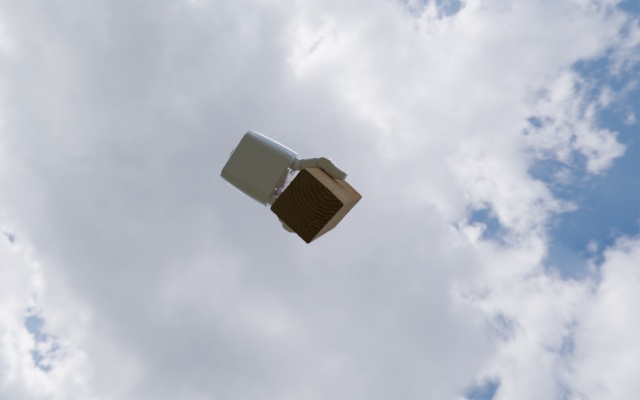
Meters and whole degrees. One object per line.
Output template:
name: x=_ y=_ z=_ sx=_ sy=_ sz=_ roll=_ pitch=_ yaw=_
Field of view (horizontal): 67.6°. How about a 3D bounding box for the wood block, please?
wood block: x=0.000 y=0.002 z=0.854 sx=0.090 sy=0.091 sz=0.206 roll=42 pitch=12 yaw=7
